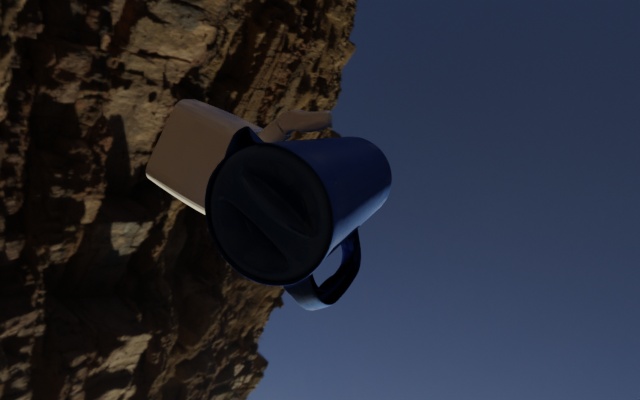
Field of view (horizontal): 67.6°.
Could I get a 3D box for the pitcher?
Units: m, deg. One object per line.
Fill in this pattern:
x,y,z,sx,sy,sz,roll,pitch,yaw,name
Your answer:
0.000,0.002,0.530,0.145,0.149,0.243,25,21,18,pitcher
